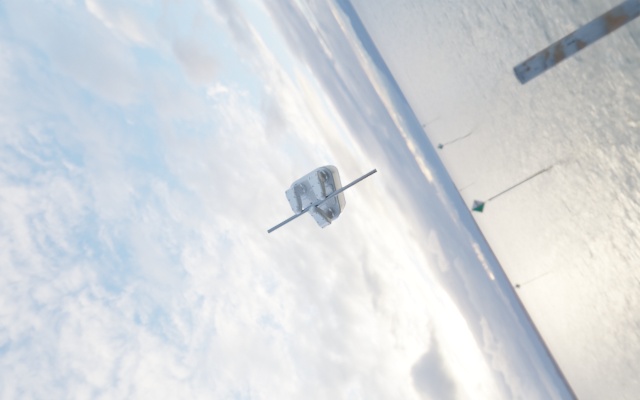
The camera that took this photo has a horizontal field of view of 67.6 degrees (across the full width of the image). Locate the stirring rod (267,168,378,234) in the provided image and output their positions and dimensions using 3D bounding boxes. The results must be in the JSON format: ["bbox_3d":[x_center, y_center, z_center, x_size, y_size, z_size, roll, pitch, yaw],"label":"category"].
[{"bbox_3d":[0.000,0.003,0.892,0.239,0.011,0.011,-30,-8,14],"label":"stirring rod"}]
